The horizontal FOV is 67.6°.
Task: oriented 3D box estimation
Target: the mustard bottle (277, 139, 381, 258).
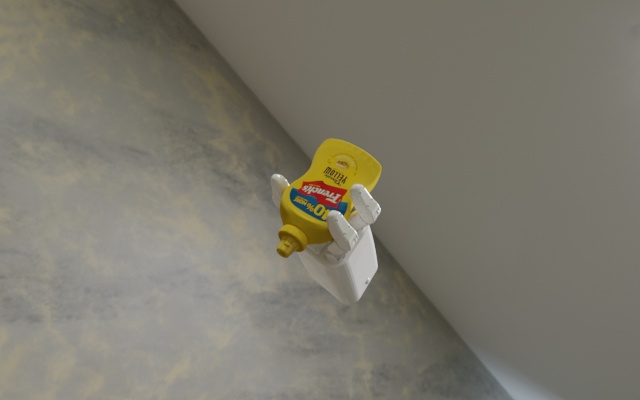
[{"bbox_3d":[0.000,0.002,0.654,0.096,0.191,0.058,30,-31,11],"label":"mustard bottle"}]
